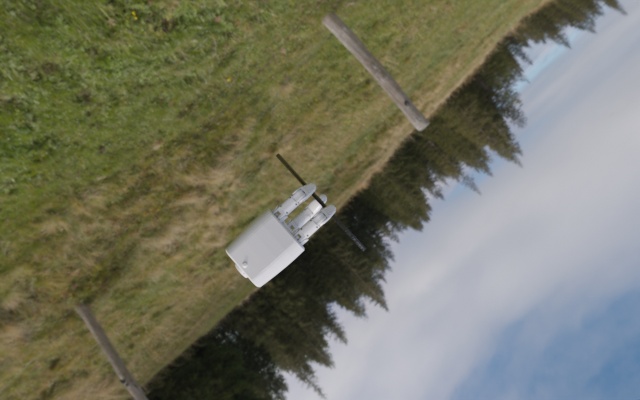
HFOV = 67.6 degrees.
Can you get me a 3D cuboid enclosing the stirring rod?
[{"bbox_3d":[0.000,0.003,0.884,0.011,0.239,0.011,-42,-4,-4],"label":"stirring rod"}]
